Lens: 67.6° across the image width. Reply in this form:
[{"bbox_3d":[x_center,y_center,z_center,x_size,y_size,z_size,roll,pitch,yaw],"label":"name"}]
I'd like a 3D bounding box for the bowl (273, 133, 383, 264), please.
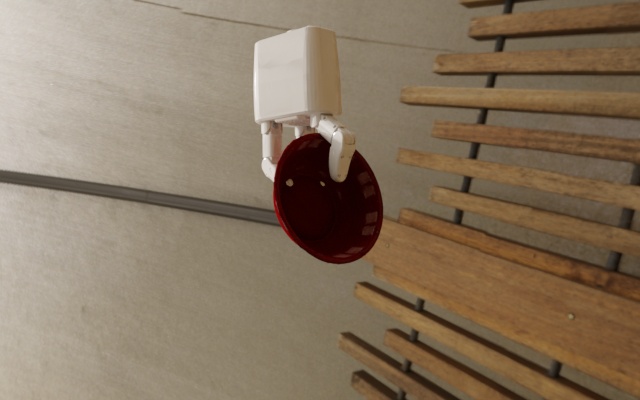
[{"bbox_3d":[0.000,0.003,0.585,0.162,0.162,0.055,0,-15,-37],"label":"bowl"}]
